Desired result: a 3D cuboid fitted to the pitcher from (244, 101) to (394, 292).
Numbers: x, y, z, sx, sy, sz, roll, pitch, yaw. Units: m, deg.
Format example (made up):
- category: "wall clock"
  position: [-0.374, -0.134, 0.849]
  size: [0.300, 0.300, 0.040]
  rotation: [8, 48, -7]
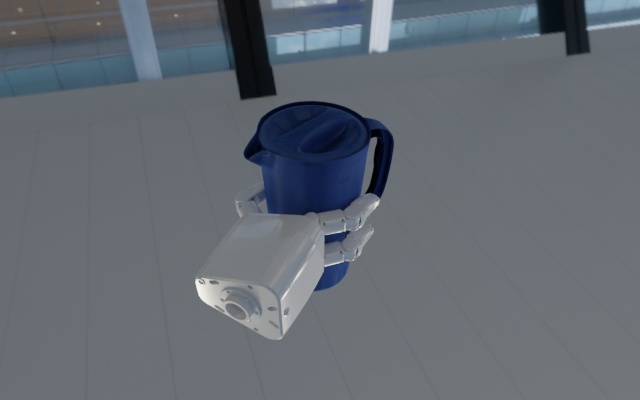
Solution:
- category: "pitcher"
  position: [0.000, 0.002, 0.627]
  size: [0.149, 0.243, 0.145]
  rotation: [16, 43, 16]
